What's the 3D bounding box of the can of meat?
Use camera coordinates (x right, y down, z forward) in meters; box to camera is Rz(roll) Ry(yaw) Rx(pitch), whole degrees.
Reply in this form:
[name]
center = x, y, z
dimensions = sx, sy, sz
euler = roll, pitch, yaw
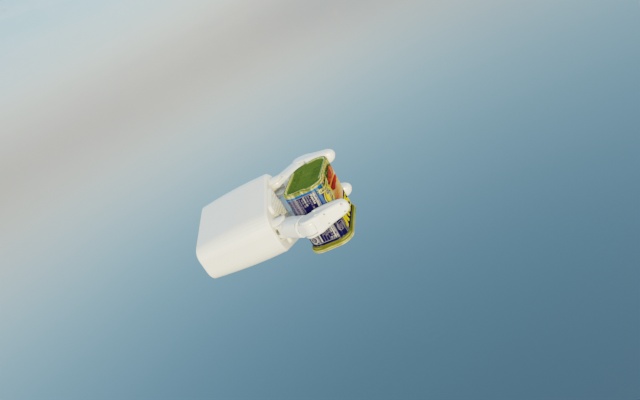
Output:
[can of meat]
center = 0.000, 0.002, 0.601
dimensions = 0.057, 0.084, 0.102
euler = -23, 21, 17
